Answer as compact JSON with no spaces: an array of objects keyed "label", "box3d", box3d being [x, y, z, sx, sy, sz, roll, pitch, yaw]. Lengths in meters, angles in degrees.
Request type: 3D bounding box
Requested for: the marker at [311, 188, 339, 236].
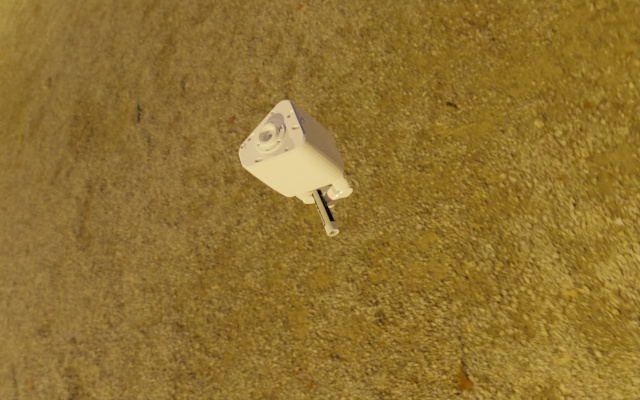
[{"label":"marker","box3d":[0.000,0.003,0.757,0.020,0.121,0.020,-16,-33,-11]}]
